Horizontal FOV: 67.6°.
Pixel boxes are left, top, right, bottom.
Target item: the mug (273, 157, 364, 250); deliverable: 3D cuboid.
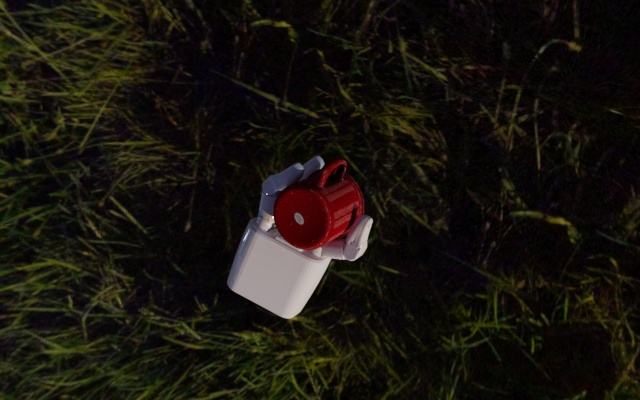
[{"bbox_3d":[0.001,0.001,0.581,0.093,0.117,0.081,32,26,18],"label":"mug"}]
